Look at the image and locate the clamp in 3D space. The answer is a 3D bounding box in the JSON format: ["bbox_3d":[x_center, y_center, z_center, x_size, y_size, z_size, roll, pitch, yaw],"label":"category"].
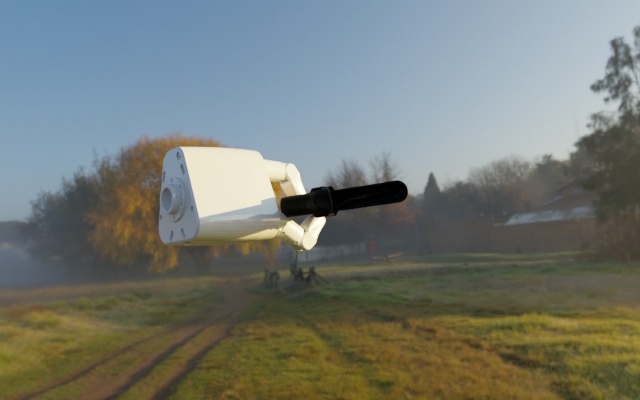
[{"bbox_3d":[0.000,0.001,0.548,0.120,0.039,0.171,1,-9,-44],"label":"clamp"}]
